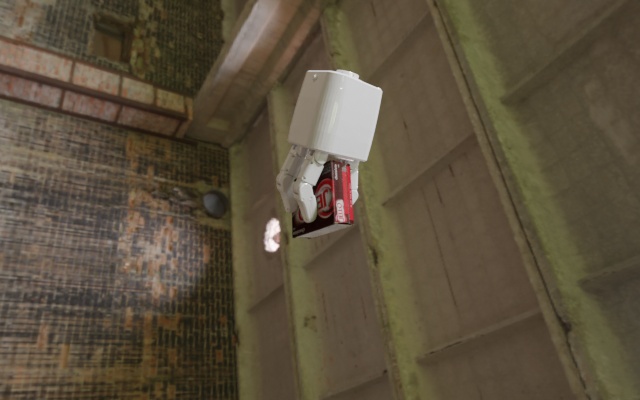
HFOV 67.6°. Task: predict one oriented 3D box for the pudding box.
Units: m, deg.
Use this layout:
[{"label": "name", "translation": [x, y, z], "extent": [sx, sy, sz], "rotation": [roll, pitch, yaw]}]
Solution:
[{"label": "pudding box", "translation": [0.000, 0.002, 0.686], "extent": [0.039, 0.090, 0.113], "rotation": [8, -19, -31]}]
